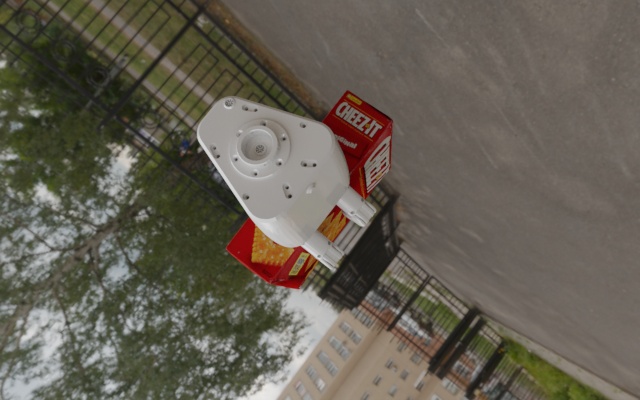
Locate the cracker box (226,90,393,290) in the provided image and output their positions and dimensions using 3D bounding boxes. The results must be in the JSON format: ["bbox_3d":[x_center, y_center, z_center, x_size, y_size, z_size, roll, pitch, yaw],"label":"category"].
[{"bbox_3d":[0.000,0.002,0.567,0.072,0.213,0.164,36,-7,13],"label":"cracker box"}]
